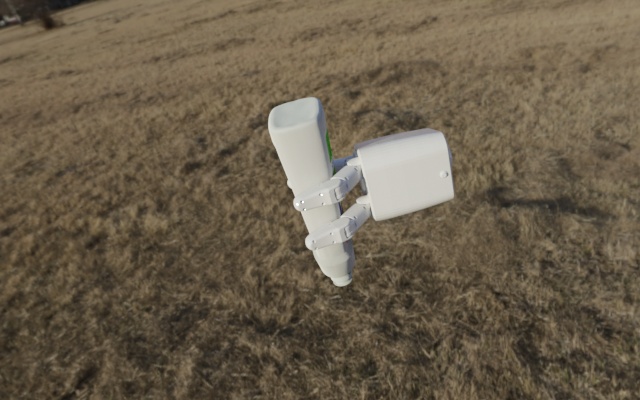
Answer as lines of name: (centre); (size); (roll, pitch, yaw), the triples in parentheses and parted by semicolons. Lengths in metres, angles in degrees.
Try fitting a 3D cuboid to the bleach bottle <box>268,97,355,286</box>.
bleach bottle: (0.000, 0.002, 0.622); (0.068, 0.251, 0.102); (-14, 29, 5)
